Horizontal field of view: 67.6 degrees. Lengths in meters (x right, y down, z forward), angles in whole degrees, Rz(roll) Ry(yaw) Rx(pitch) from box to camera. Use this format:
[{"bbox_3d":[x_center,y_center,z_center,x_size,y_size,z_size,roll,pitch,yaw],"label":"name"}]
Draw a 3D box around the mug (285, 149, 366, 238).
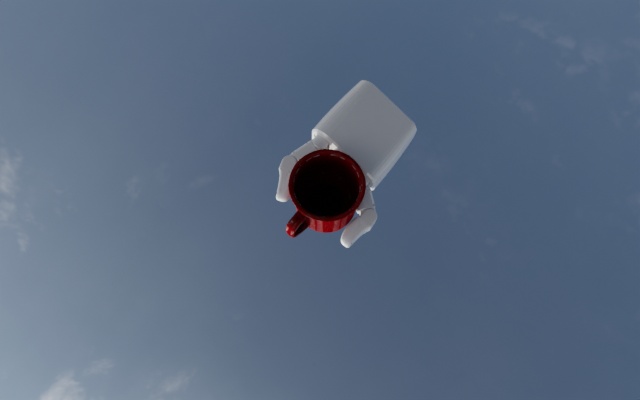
[{"bbox_3d":[-0.001,0.003,0.605,0.093,0.117,0.081,38,-15,11],"label":"mug"}]
